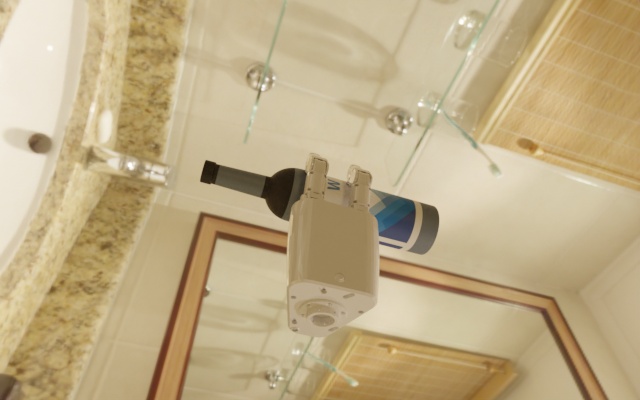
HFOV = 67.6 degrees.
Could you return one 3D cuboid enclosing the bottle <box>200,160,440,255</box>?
[{"bbox_3d":[0.000,0.002,0.594,0.296,0.069,0.069,15,-3,-12],"label":"bottle"}]
